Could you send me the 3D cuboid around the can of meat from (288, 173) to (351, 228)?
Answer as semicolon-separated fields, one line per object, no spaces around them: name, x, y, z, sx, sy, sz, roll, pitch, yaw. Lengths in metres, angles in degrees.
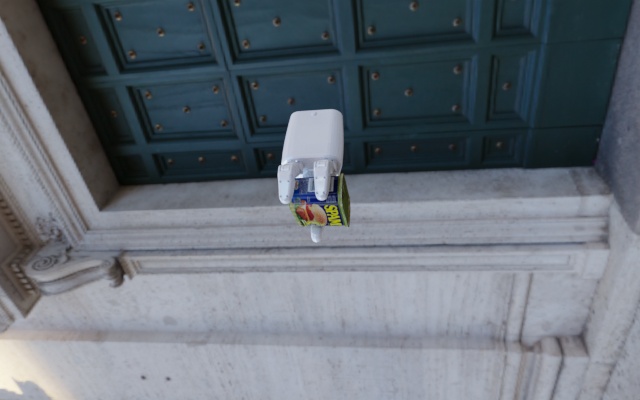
can of meat;0.000;0.003;0.760;0.084;0.057;0.102;-1;-29;10
